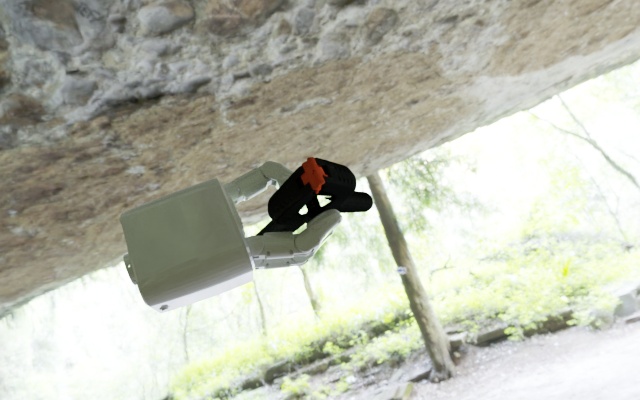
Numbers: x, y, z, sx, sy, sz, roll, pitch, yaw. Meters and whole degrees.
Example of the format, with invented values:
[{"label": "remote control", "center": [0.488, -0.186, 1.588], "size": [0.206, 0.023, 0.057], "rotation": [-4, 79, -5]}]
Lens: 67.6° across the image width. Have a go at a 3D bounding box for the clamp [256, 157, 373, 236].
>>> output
[{"label": "clamp", "center": [0.000, 0.001, 0.515], "size": [0.164, 0.036, 0.210], "rotation": [-22, -15, -15]}]
